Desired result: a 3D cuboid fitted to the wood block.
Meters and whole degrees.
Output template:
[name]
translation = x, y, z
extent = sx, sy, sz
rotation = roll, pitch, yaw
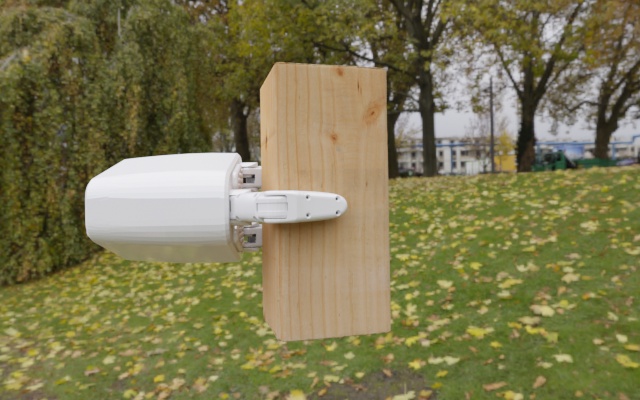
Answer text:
[wood block]
translation = 0.000, 0.001, 0.401
extent = 0.090, 0.206, 0.091
rotation = -1, 0, -15
